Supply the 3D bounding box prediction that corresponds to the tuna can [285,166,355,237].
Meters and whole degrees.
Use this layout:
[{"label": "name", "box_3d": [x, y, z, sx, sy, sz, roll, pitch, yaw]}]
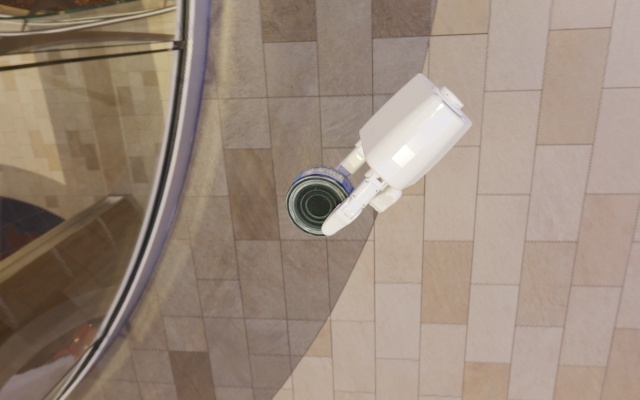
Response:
[{"label": "tuna can", "box_3d": [0.000, 0.002, 0.598, 0.086, 0.086, 0.033, 0, 24, 12]}]
